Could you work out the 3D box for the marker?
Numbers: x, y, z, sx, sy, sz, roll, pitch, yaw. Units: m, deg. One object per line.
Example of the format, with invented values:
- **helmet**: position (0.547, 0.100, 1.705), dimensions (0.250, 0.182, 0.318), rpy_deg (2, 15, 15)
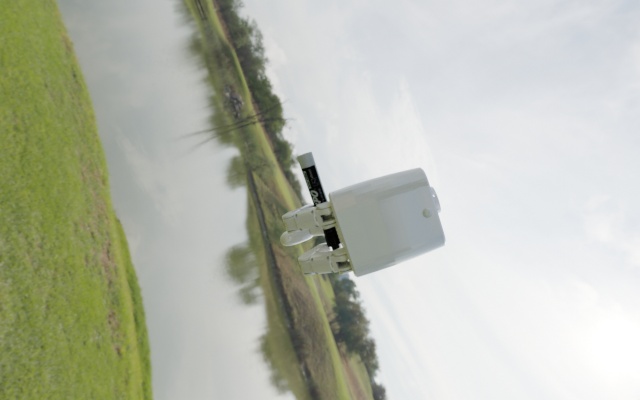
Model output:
- **marker**: position (0.000, 0.002, 0.570), dimensions (0.020, 0.121, 0.020), rpy_deg (-18, 9, 3)
